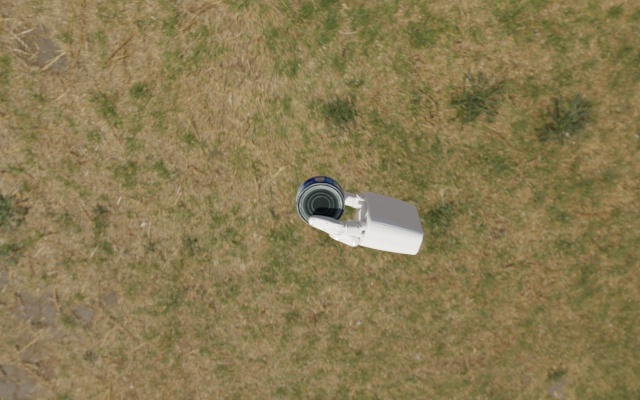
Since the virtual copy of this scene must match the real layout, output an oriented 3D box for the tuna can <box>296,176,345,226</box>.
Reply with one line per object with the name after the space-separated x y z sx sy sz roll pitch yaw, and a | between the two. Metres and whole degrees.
0.000 0.003 0.831 0.086 0.086 0.033 0 22 -2 | tuna can
